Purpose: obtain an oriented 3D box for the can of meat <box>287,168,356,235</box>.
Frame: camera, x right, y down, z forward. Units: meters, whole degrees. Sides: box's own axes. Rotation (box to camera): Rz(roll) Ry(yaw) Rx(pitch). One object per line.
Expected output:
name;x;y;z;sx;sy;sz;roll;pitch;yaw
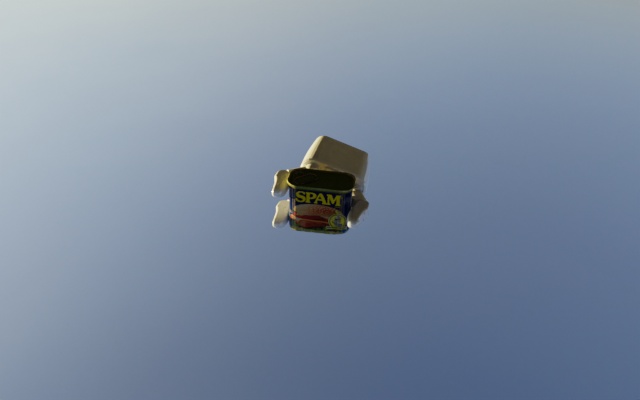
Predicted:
can of meat;0.000;0.003;0.740;0.102;0.084;0.057;6;32;5
